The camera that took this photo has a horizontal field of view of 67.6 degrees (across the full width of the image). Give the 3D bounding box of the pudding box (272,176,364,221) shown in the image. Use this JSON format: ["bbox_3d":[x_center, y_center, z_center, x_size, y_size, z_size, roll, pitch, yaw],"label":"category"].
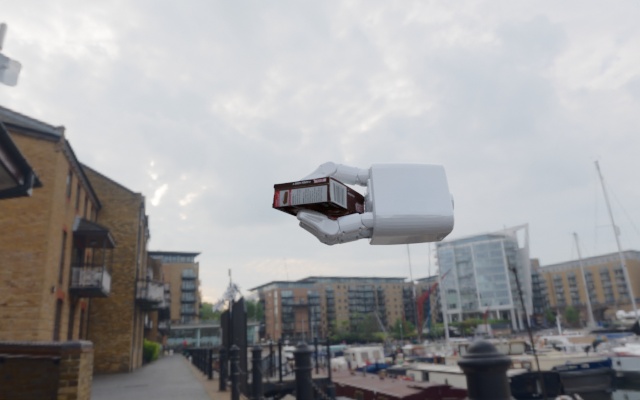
[{"bbox_3d":[0.000,0.002,0.666,0.090,0.039,0.113,-7,-18,27],"label":"pudding box"}]
